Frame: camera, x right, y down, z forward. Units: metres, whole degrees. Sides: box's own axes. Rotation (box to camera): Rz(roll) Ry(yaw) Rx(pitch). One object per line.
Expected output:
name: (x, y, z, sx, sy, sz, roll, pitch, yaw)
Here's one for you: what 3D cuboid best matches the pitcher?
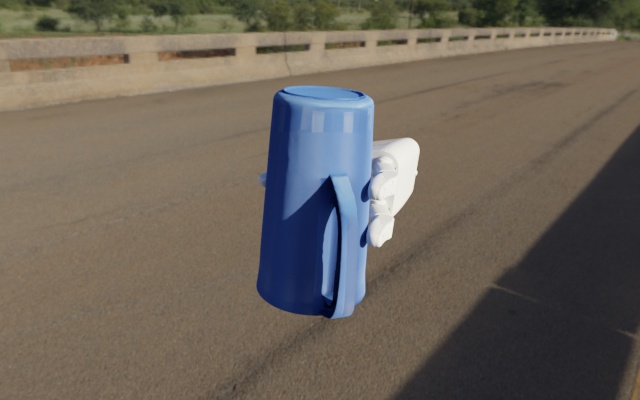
pitcher: (0.000, 0.002, 0.539, 0.149, 0.243, 0.145, 14, 23, 24)
